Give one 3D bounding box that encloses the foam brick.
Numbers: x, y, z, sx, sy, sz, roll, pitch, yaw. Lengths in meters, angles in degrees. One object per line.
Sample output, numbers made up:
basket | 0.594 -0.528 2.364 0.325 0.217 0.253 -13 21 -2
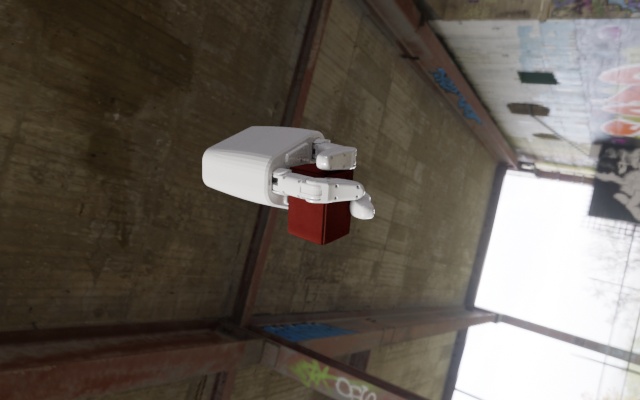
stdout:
foam brick | 0.000 0.002 0.530 0.051 0.078 0.053 13 17 35
